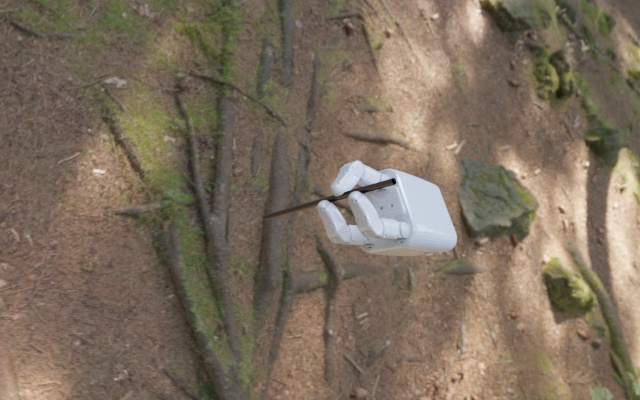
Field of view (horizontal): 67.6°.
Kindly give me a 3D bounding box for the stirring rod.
[{"bbox_3d":[0.000,0.002,0.614,0.011,0.011,0.239,0,-11,-44],"label":"stirring rod"}]
